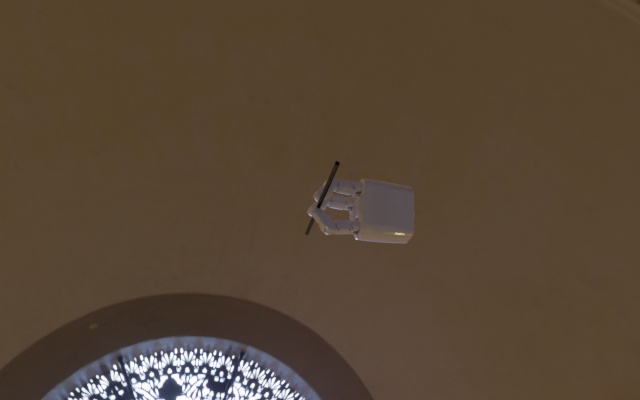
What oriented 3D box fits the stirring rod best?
[{"bbox_3d":[0.000,0.003,0.889,0.011,0.011,0.240,0,-33,-16],"label":"stirring rod"}]
